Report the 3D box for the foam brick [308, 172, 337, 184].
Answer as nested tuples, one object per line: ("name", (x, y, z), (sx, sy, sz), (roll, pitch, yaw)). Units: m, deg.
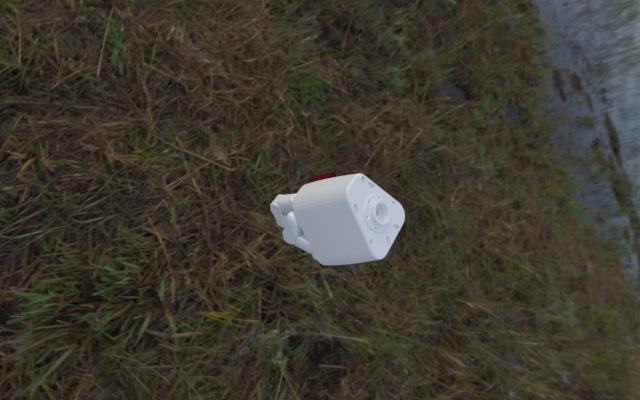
("foam brick", (0.000, 0.002, 0.723), (0.051, 0.053, 0.078), (-12, 35, 48))
